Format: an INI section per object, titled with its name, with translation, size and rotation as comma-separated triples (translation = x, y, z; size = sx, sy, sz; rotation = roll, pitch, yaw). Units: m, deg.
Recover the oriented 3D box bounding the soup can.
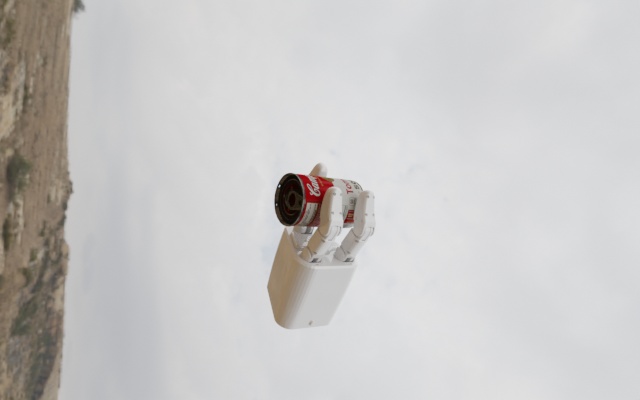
[soup can]
translation = 0.000, 0.002, 0.627
size = 0.102, 0.068, 0.068
rotation = 4, -3, -36
